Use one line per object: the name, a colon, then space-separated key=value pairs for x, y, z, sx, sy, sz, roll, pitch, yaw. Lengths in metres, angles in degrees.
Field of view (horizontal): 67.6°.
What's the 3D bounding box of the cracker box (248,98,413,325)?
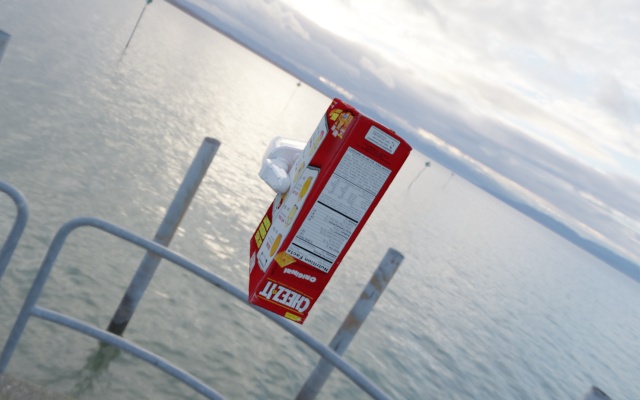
cracker box: x=0.000 y=0.001 z=0.527 sx=0.072 sy=0.214 sz=0.164 roll=28 pitch=12 yaw=-15
